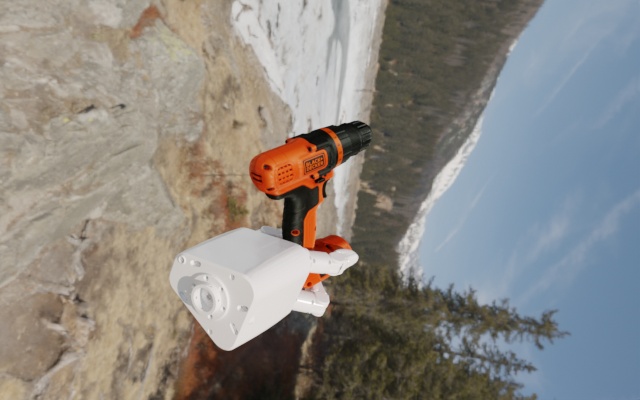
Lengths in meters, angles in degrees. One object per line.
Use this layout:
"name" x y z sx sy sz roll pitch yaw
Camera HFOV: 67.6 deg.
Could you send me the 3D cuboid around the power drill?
"power drill" 0.000 0.003 0.605 0.184 0.188 0.057 -25 31 -35
